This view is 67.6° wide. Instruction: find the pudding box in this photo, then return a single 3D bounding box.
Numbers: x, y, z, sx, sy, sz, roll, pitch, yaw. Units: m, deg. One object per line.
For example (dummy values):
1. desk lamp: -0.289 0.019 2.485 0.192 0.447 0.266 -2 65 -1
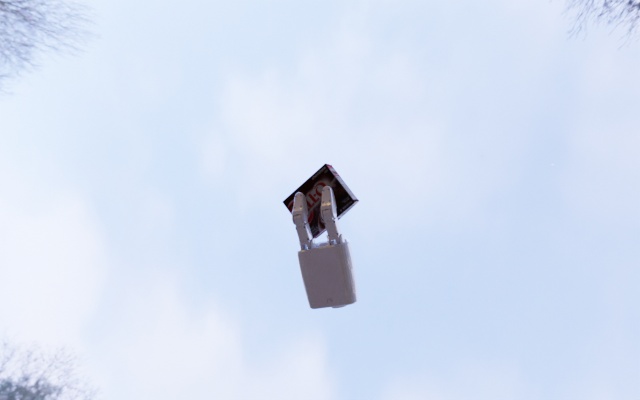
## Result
1. pudding box: 0.000 0.003 0.863 0.113 0.090 0.039 -41 -13 15
